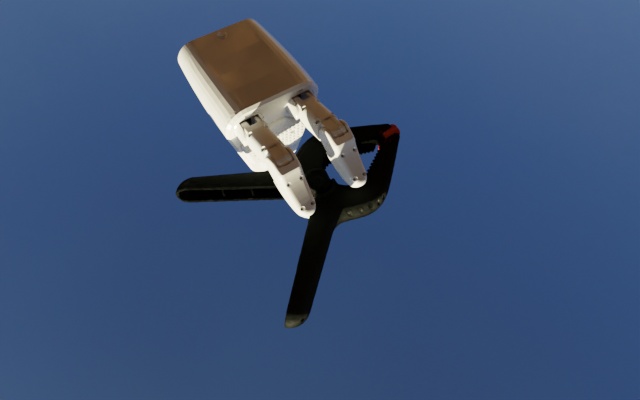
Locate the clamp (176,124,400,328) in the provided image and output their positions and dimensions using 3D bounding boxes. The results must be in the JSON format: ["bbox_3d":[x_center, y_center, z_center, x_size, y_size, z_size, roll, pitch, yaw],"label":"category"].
[{"bbox_3d":[0.000,0.001,0.432,0.210,0.164,0.036,-30,-21,-18],"label":"clamp"}]
